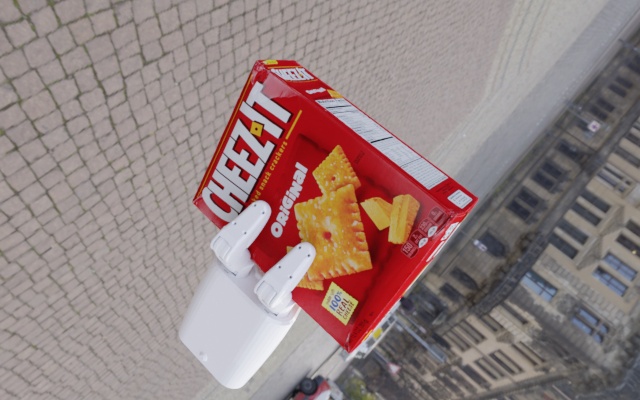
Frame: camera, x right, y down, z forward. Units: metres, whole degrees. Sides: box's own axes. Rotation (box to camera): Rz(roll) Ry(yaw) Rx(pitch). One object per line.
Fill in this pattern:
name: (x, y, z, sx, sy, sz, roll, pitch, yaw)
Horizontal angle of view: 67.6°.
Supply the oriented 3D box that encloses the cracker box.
cracker box: (0.000, 0.001, 0.429, 0.213, 0.164, 0.072, 40, 28, 16)
